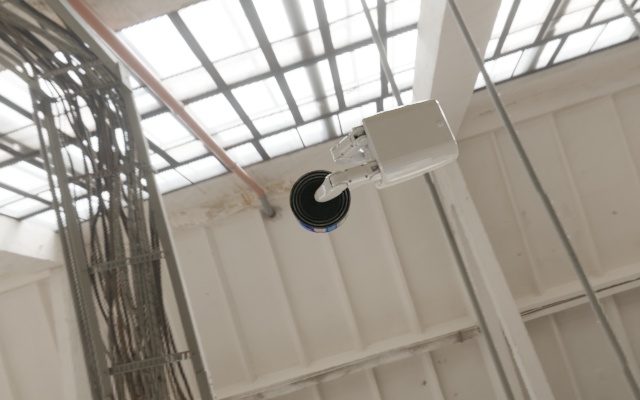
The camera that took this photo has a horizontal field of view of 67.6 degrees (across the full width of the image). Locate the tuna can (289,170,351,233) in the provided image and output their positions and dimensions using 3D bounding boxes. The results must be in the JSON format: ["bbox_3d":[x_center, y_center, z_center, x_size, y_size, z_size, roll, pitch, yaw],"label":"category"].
[{"bbox_3d":[0.000,0.002,0.679,0.086,0.086,0.034,0,-17,3],"label":"tuna can"}]
